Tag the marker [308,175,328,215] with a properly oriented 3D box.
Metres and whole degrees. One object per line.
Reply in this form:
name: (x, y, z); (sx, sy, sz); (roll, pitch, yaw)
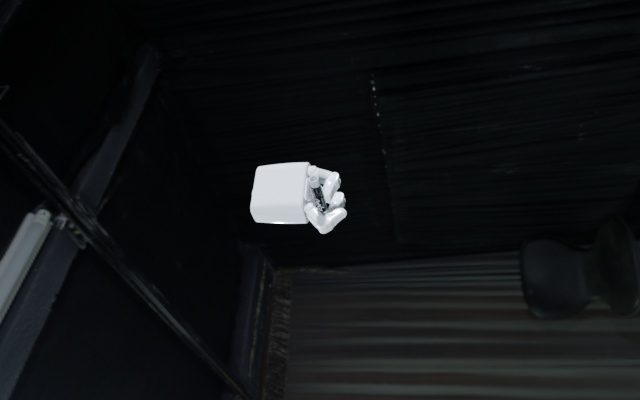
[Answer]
marker: (0.000, 0.003, 0.866); (0.020, 0.020, 0.121); (0, -42, 16)
